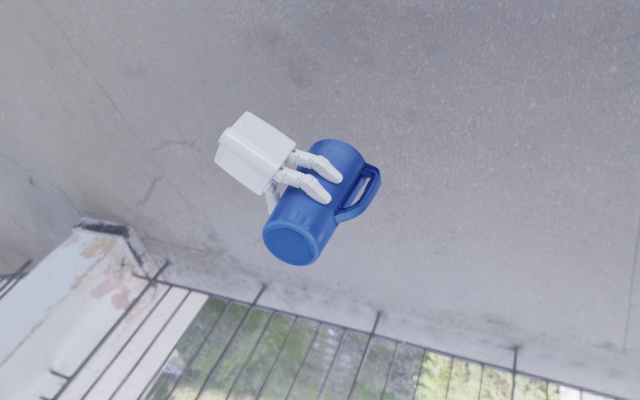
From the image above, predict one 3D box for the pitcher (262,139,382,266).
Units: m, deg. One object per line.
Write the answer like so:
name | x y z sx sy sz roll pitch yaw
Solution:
pitcher | 0.000 0.003 0.883 0.145 0.242 0.149 37 -44 -7
